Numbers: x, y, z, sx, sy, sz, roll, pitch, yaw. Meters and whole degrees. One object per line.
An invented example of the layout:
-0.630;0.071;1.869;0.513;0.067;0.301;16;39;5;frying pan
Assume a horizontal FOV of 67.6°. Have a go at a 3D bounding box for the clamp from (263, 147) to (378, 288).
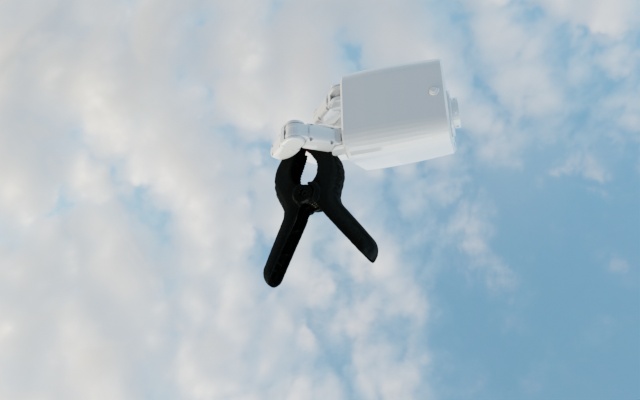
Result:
0.000;0.002;0.493;0.120;0.171;0.039;-6;-22;17;clamp
